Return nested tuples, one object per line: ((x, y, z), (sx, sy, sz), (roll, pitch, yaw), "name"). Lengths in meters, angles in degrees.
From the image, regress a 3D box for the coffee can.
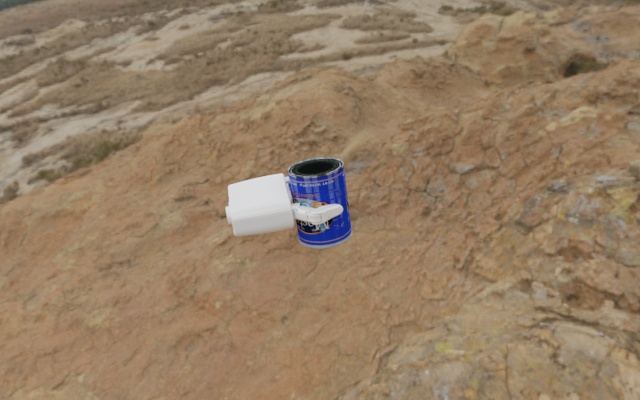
((0.000, 0.003, 0.874), (0.103, 0.140, 0.102), (-7, 22, 3), "coffee can")
